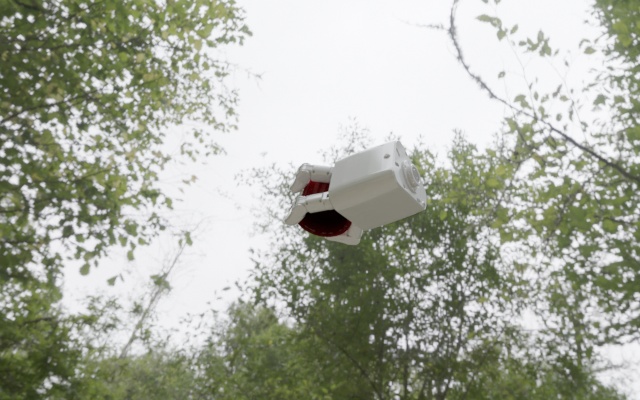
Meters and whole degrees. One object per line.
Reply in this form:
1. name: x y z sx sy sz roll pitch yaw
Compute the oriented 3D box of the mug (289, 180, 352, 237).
1. mug: -0.001 0.003 0.786 0.117 0.081 0.093 -19 -53 30
